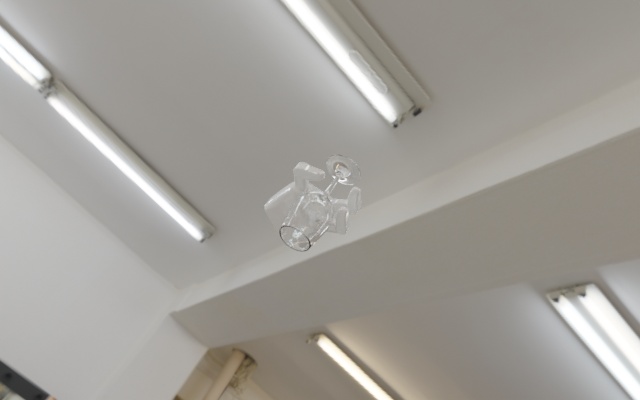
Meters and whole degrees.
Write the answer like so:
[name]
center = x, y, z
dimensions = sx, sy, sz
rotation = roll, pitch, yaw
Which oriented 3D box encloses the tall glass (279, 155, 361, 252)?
[tall glass]
center = 0.000, 0.002, 0.883
dimensions = 0.079, 0.079, 0.201
rotation = 0, 39, 36
